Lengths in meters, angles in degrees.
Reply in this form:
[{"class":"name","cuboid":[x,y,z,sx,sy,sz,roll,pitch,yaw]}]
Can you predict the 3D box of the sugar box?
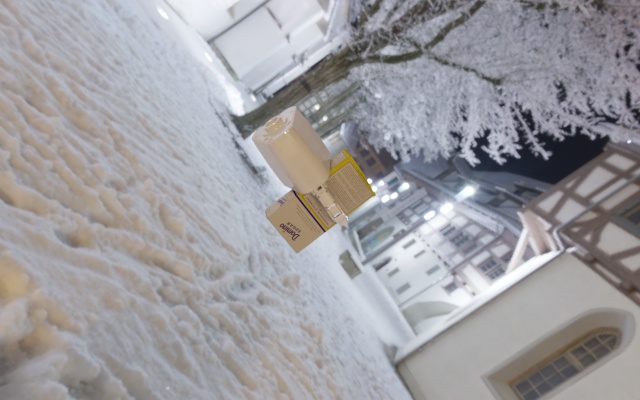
[{"class":"sugar box","cuboid":[0.000,0.002,0.829,0.176,0.093,0.048,-35,25,4]}]
